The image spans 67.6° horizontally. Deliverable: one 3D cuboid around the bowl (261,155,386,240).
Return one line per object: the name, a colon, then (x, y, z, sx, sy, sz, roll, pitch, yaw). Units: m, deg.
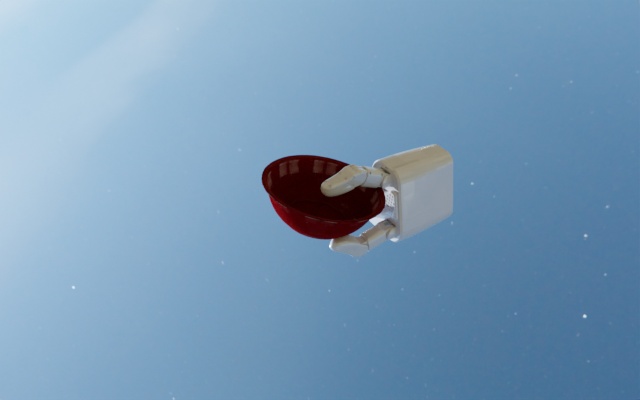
bowl: (-0.001, 0.002, 0.622, 0.162, 0.055, 0.162, 10, 31, -6)
